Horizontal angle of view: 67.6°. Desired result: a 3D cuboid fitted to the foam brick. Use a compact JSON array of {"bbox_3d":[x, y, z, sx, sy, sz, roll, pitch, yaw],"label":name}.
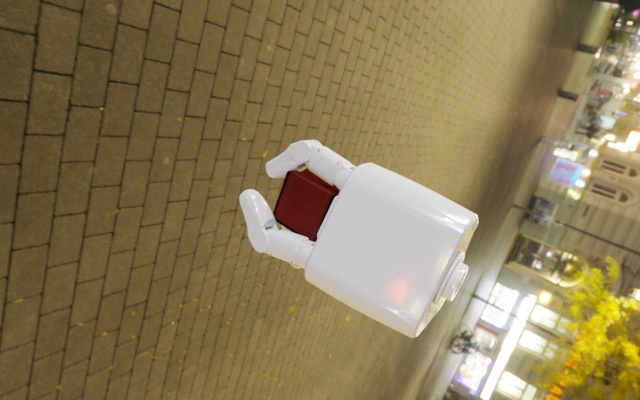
[{"bbox_3d":[0.000,0.001,0.465,0.051,0.053,0.078,29,22,23],"label":"foam brick"}]
